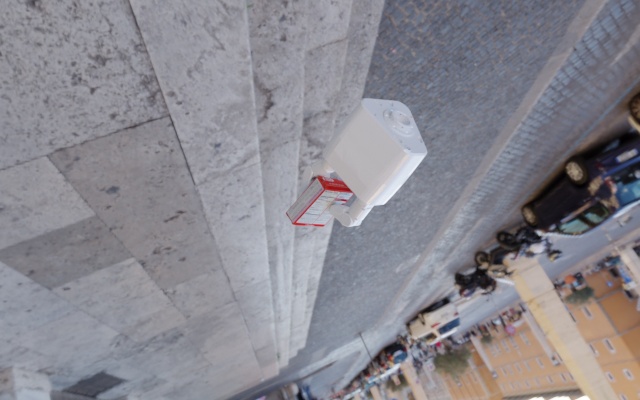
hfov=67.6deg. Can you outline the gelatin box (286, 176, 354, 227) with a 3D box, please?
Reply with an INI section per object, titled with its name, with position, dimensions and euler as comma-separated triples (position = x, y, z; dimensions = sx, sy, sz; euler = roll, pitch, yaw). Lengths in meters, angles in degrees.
[gelatin box]
position = 0.000, 0.003, 0.752
dimensions = 0.073, 0.030, 0.089
euler = 6, -47, -49
